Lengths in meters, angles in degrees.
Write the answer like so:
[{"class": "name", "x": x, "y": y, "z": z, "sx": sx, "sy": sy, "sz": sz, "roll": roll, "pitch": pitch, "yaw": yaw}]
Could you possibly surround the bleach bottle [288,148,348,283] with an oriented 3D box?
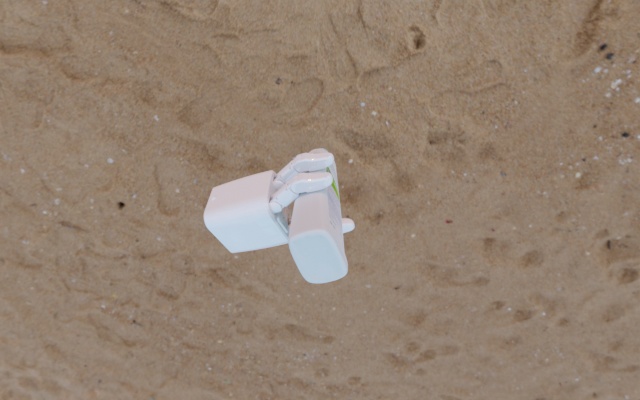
[{"class": "bleach bottle", "x": 0.000, "y": 0.002, "z": 0.741, "sx": 0.068, "sy": 0.103, "sz": 0.250, "roll": -14, "pitch": 35, "yaw": 13}]
